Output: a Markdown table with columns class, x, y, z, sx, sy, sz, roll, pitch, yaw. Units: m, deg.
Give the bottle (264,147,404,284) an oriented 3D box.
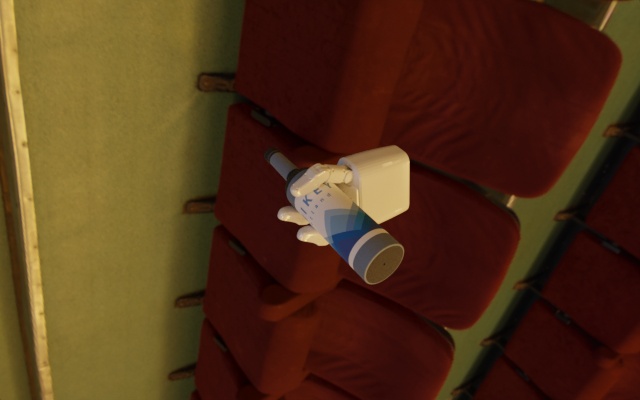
| class | x | y | z | sx | sy | sz | roll | pitch | yaw |
| --- | --- | --- | --- | --- | --- | --- | --- | --- | --- |
| bottle | 0.000 | 0.002 | 0.704 | 0.069 | 0.069 | 0.295 | 0 | 33 | -42 |
